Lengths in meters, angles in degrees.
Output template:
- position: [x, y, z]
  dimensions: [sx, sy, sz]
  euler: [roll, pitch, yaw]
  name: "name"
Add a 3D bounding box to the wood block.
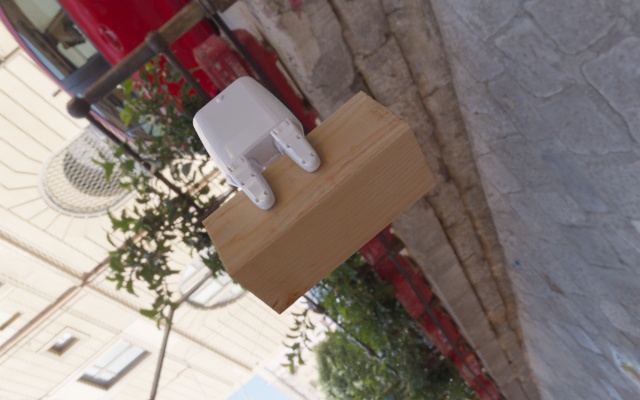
- position: [0.000, 0.002, 0.477]
  dimensions: [0.090, 0.206, 0.091]
  euler: [49, -1, 46]
  name: "wood block"
